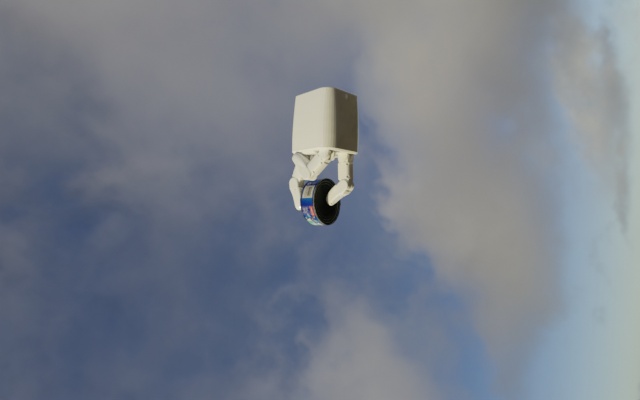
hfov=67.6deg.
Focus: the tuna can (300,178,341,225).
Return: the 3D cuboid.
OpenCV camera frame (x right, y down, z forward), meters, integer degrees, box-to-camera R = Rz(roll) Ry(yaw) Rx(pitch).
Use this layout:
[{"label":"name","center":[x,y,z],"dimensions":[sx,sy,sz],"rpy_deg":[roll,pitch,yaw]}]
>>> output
[{"label":"tuna can","center":[0.000,0.003,0.876],"dimensions":[0.034,0.086,0.086],"rpy_deg":[-3,-2,35]}]
